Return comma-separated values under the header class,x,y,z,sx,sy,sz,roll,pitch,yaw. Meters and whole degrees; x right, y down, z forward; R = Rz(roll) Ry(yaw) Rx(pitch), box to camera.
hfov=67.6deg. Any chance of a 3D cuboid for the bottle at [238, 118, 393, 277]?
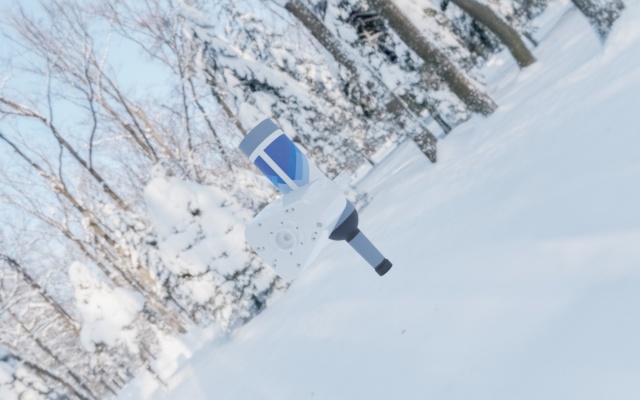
class,x,y,z,sx,sy,sz,roll,pitch,yaw
bottle,0.000,0.002,0.735,0.069,0.296,0.069,-44,1,1
